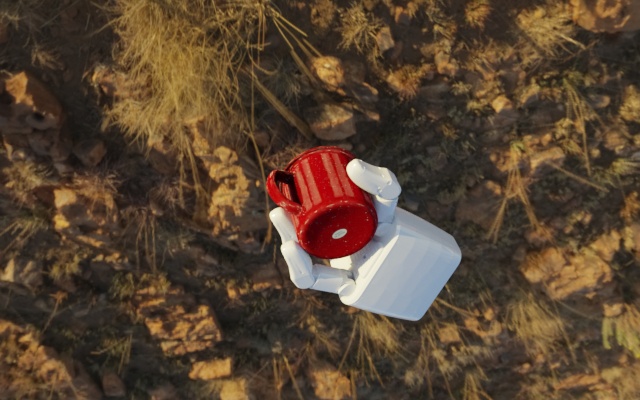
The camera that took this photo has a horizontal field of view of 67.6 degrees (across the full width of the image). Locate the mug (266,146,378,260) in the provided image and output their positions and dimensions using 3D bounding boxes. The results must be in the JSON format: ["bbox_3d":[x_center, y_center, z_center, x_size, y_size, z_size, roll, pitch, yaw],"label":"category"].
[{"bbox_3d":[-0.001,0.001,0.481,0.117,0.093,0.081,21,31,-29],"label":"mug"}]
